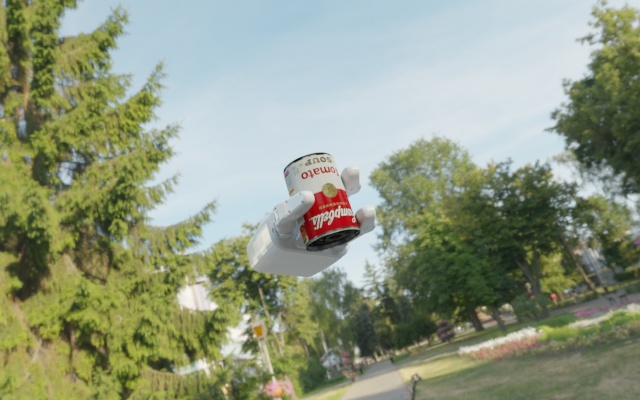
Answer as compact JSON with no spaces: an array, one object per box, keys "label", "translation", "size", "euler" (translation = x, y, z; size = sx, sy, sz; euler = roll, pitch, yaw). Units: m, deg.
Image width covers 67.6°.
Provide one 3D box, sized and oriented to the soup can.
[{"label":"soup can","translation":[0.000,0.001,0.576],"size":[0.068,0.102,0.068],"euler":[-16,-19,-6]}]
